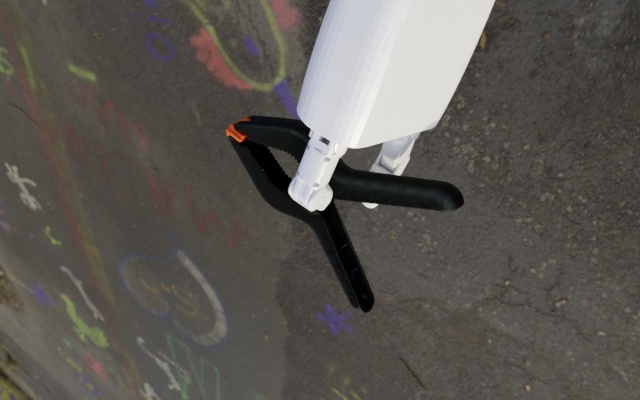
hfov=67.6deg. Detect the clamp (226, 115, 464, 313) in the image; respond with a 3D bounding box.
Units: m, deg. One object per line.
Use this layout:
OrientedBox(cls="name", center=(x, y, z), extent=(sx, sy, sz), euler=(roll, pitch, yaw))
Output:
OrientedBox(cls="clamp", center=(-0.001, 0.001, 0.427), extent=(0.210, 0.165, 0.036), euler=(33, 39, 15))
